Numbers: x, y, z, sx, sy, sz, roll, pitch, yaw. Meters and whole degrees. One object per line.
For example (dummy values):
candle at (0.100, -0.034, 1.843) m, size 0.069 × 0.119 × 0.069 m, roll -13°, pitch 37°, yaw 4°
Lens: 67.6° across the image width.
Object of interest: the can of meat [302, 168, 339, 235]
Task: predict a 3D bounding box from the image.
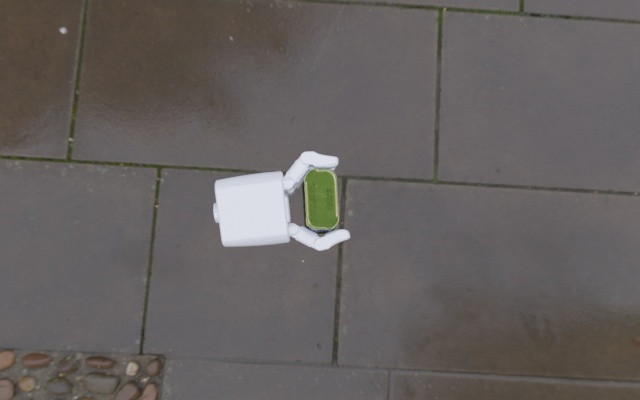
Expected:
can of meat at (0.000, 0.003, 0.772) m, size 0.057 × 0.102 × 0.084 m, roll -3°, pitch -7°, yaw -2°
